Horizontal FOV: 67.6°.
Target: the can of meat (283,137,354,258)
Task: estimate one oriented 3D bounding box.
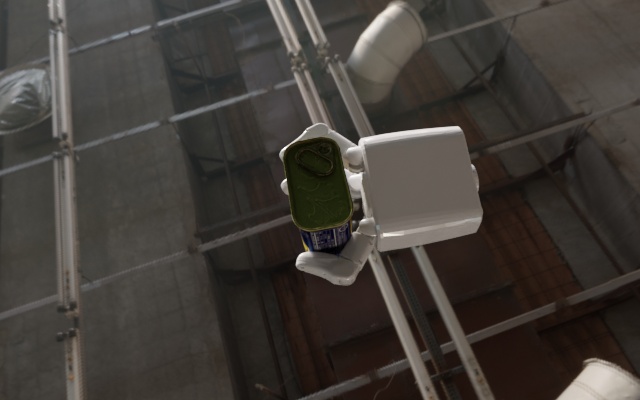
[{"bbox_3d":[0.000,0.002,0.487,0.057,0.102,0.084,-11,-30,-1],"label":"can of meat"}]
